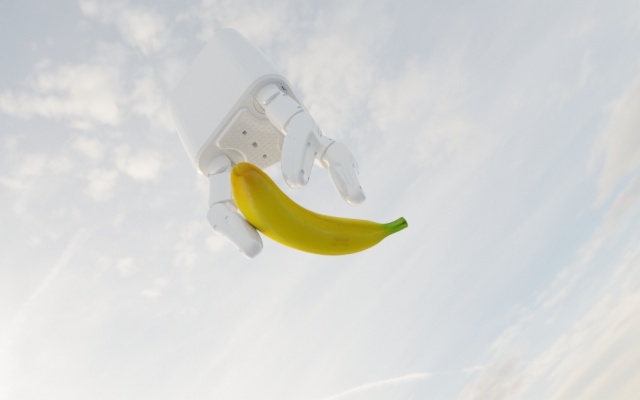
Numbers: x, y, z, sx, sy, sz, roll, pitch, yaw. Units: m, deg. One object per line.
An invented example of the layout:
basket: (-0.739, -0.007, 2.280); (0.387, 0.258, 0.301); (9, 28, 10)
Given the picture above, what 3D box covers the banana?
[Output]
banana: (-0.008, 0.015, 0.410); (0.198, 0.070, 0.037); (16, 32, -43)
